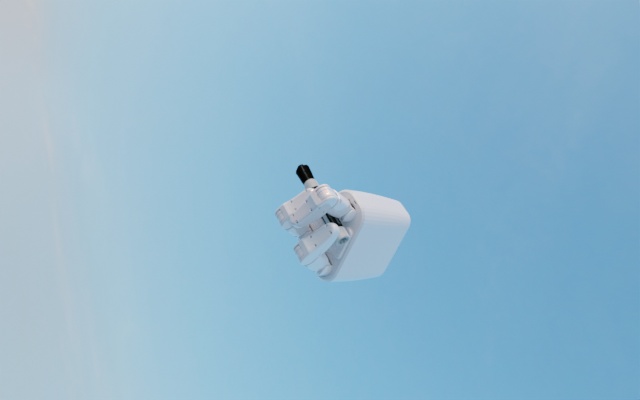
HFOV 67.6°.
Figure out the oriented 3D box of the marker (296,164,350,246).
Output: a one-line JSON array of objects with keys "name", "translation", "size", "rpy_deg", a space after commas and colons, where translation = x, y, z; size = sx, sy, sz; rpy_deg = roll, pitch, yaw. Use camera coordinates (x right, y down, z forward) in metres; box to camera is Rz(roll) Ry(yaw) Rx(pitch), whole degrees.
[{"name": "marker", "translation": [0.000, 0.002, 0.577], "size": [0.020, 0.121, 0.020], "rpy_deg": [-21, -32, -14]}]
